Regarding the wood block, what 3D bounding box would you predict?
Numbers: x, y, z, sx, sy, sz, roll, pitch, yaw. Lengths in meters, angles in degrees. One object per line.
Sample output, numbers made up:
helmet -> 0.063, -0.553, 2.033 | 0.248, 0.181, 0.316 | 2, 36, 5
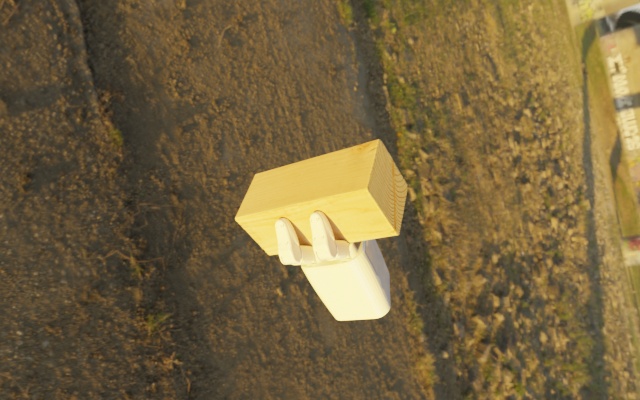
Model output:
wood block -> 0.000, 0.002, 0.643 | 0.206, 0.090, 0.090 | -13, -49, 32
